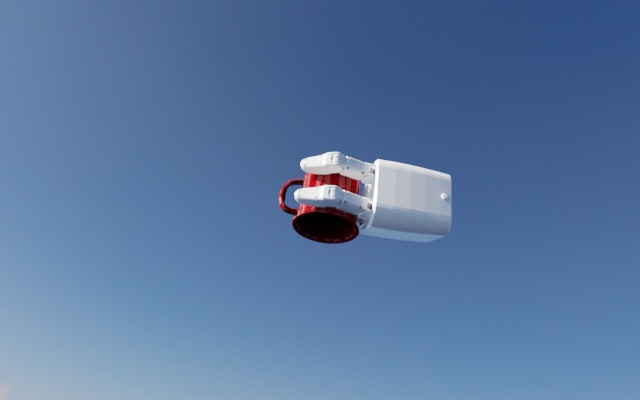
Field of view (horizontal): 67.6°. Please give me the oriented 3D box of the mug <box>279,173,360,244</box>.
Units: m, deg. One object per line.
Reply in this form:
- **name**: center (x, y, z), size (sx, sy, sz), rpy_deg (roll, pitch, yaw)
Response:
- **mug**: center (-0.001, 0.002, 0.672), size (0.117, 0.081, 0.093), rpy_deg (11, -30, -4)
